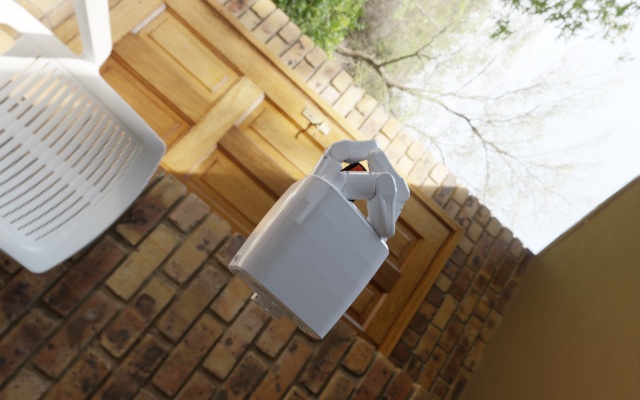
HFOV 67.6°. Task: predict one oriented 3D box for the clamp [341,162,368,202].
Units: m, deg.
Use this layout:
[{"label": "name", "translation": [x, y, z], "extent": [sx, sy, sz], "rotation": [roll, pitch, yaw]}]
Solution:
[{"label": "clamp", "translation": [0.001, 0.002, 0.544], "extent": [0.039, 0.120, 0.171], "rotation": [42, -17, -8]}]
